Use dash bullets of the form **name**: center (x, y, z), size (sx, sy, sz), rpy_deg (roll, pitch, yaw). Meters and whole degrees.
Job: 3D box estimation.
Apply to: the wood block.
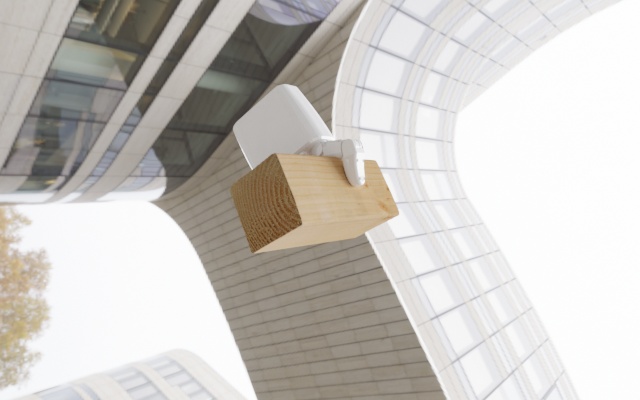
- **wood block**: center (0.000, 0.002, 0.618), size (0.091, 0.090, 0.206), rpy_deg (-32, -18, 36)
